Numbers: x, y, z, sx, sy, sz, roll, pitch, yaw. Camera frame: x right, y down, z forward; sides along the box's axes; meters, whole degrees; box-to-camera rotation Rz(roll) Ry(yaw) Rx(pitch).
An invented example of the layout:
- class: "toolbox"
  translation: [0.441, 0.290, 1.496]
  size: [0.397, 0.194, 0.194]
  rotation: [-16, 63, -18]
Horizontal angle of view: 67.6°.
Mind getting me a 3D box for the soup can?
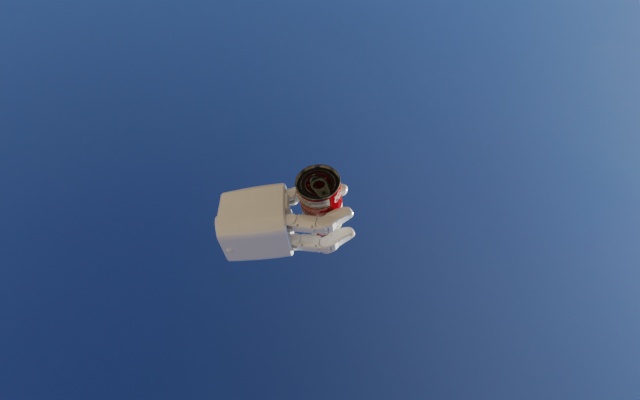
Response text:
- class: "soup can"
  translation: [0.001, 0.002, 0.744]
  size: [0.068, 0.068, 0.102]
  rotation: [0, -37, 6]
